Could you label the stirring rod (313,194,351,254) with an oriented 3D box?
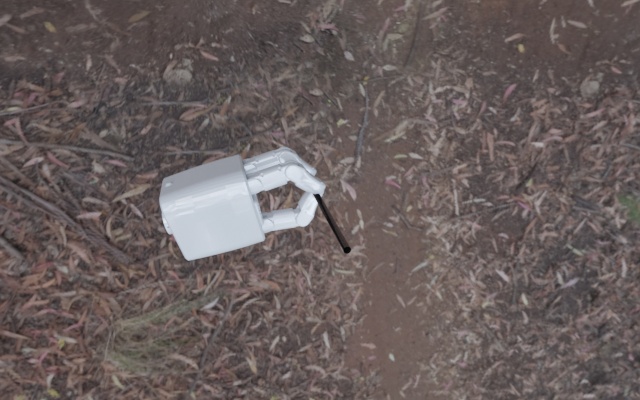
[{"bbox_3d":[0.000,0.002,0.585,0.011,0.011,0.239,0,23,-14],"label":"stirring rod"}]
